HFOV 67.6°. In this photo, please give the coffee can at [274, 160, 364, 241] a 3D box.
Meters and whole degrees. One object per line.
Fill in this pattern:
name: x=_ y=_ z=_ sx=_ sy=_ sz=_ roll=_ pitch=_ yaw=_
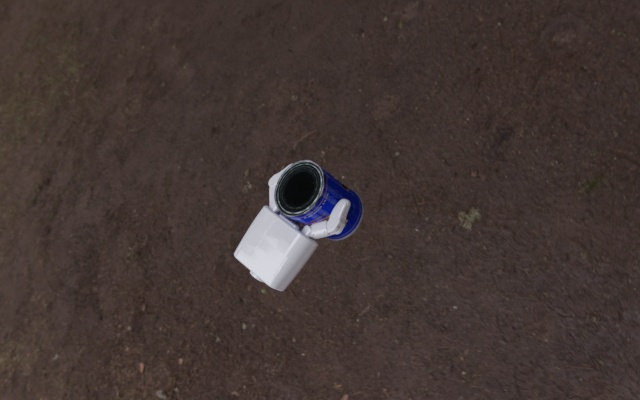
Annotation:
coffee can: x=0.000 y=0.003 z=0.851 sx=0.103 sy=0.102 sz=0.140 roll=0 pitch=-20 yaw=35
